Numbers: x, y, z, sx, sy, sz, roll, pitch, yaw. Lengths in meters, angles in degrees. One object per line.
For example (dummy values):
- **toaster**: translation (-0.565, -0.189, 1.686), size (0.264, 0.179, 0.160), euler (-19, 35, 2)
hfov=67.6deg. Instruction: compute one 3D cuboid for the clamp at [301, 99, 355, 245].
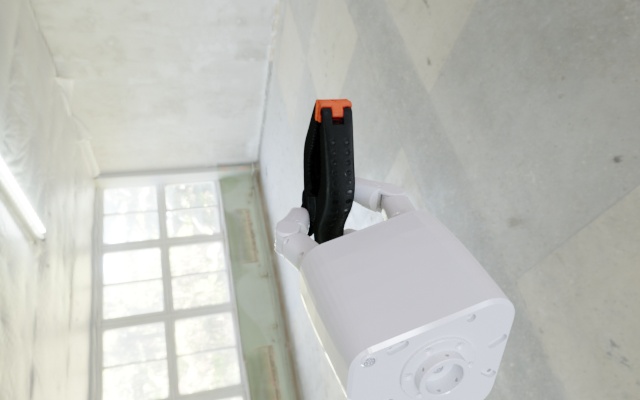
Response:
- **clamp**: translation (-0.001, 0.001, 0.453), size (0.036, 0.210, 0.164), euler (-5, 28, -15)
